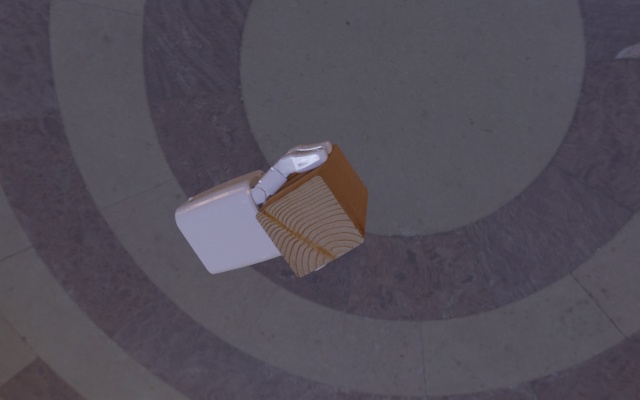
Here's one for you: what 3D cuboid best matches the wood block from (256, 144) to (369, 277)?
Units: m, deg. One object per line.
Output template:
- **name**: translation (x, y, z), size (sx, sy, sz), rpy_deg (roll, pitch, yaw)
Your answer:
- **wood block**: translation (0.000, 0.003, 0.614), size (0.090, 0.091, 0.206), rpy_deg (-31, 10, 15)
